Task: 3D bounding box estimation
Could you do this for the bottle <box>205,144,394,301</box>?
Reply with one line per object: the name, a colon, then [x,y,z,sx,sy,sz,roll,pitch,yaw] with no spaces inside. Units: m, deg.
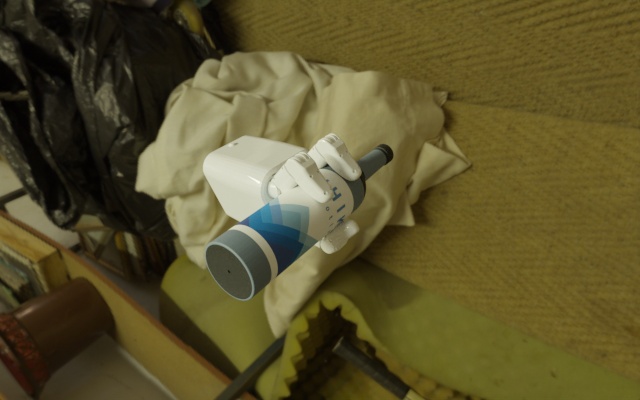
bottle: [0.000,0.002,0.551,0.069,0.069,0.295,0,27,42]
